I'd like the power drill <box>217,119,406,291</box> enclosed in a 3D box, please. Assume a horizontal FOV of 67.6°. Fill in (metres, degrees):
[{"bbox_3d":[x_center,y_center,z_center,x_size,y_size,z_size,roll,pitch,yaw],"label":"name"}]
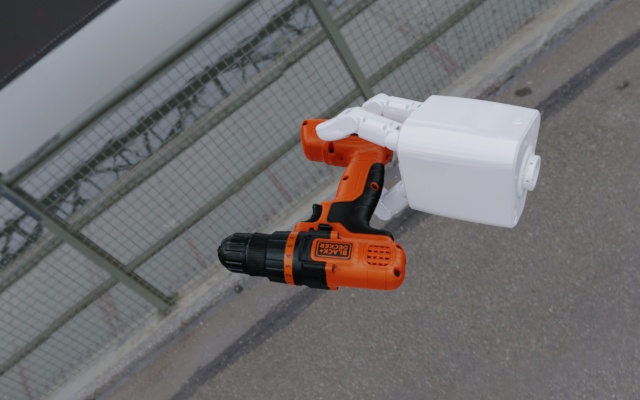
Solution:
[{"bbox_3d":[0.000,0.001,0.498,0.184,0.187,0.057,5,-31,10],"label":"power drill"}]
